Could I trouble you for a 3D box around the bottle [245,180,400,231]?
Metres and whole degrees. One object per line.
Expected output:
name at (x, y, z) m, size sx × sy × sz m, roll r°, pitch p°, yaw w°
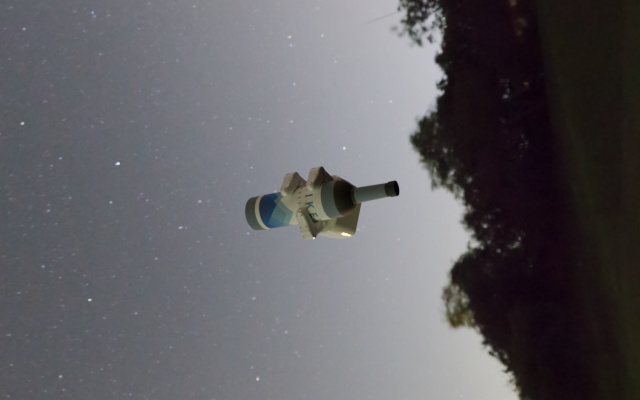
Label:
bottle at (0.000, 0.003, 0.869) m, size 0.296 × 0.069 × 0.069 m, roll -10°, pitch -5°, yaw 28°
